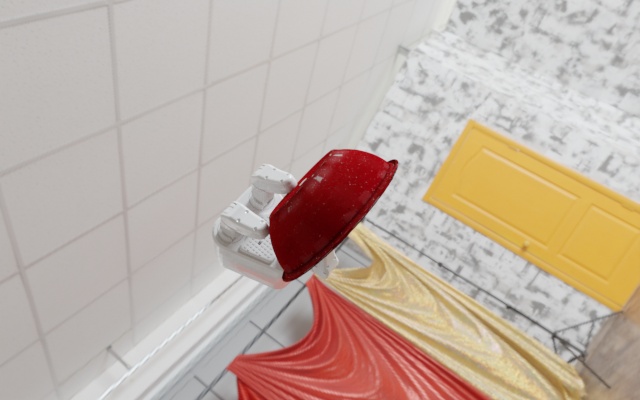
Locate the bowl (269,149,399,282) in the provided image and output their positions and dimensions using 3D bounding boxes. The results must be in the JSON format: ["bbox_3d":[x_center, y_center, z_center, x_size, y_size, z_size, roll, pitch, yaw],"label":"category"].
[{"bbox_3d":[0.000,0.001,0.466,0.055,0.162,0.162,44,-6,-7],"label":"bowl"}]
